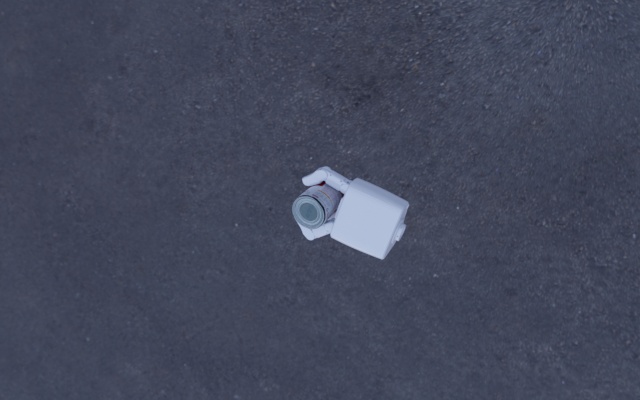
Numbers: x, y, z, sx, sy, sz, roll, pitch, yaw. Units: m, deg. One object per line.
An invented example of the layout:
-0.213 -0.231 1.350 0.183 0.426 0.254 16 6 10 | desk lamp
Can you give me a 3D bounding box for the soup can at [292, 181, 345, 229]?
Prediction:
0.000 0.003 0.887 0.068 0.068 0.102 0 23 29 | soup can
